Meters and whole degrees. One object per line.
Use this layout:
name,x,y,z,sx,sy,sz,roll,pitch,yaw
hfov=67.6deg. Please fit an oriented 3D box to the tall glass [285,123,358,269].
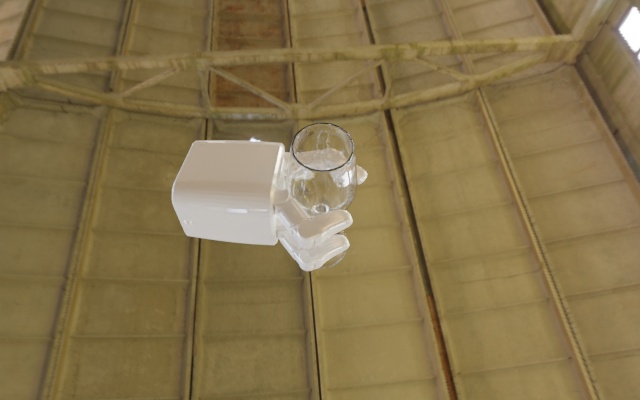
tall glass,0.000,0.002,0.546,0.079,0.079,0.201,0,-33,-2
